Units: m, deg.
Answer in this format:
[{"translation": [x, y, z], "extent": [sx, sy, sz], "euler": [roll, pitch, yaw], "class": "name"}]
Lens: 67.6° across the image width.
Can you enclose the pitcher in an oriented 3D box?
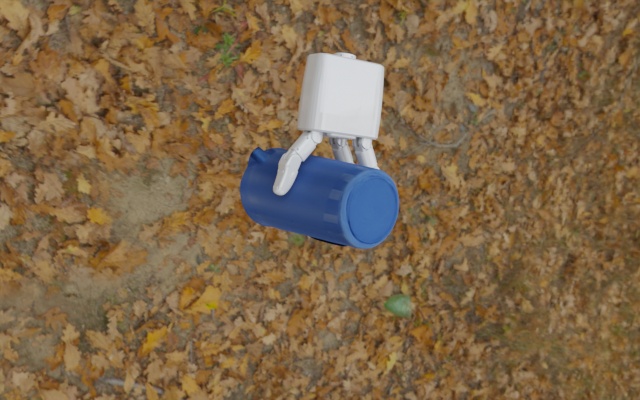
[{"translation": [0.000, 0.002, 0.715], "extent": [0.149, 0.145, 0.243], "euler": [5, 6, -39], "class": "pitcher"}]
